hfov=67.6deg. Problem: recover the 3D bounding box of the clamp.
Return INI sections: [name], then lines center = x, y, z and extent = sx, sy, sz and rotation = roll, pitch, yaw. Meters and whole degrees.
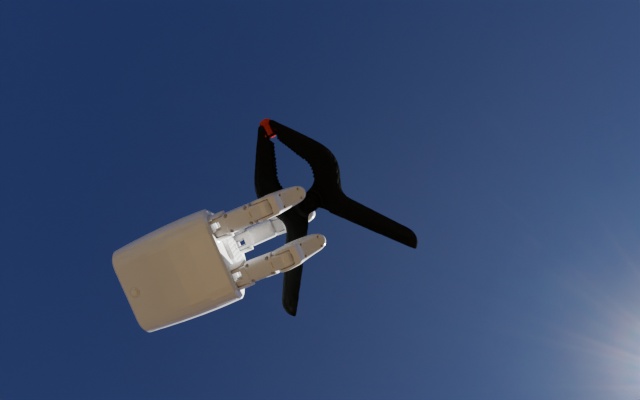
[clamp]
center = 0.000, 0.001, 0.523
extent = 0.164, 0.210, 0.036
rotation = -23, 2, 0
